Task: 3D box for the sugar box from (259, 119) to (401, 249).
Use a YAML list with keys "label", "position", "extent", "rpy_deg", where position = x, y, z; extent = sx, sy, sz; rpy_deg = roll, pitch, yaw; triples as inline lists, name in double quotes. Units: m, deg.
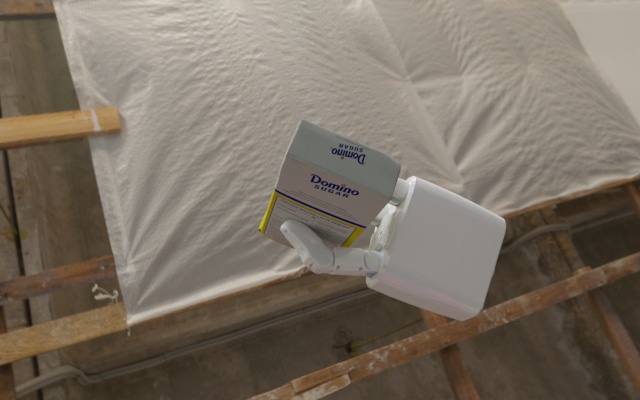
- label: "sugar box"
  position: [0.000, 0.001, 0.455]
  extent: [0.093, 0.048, 0.176]
  rpy_deg: [23, -30, -5]
